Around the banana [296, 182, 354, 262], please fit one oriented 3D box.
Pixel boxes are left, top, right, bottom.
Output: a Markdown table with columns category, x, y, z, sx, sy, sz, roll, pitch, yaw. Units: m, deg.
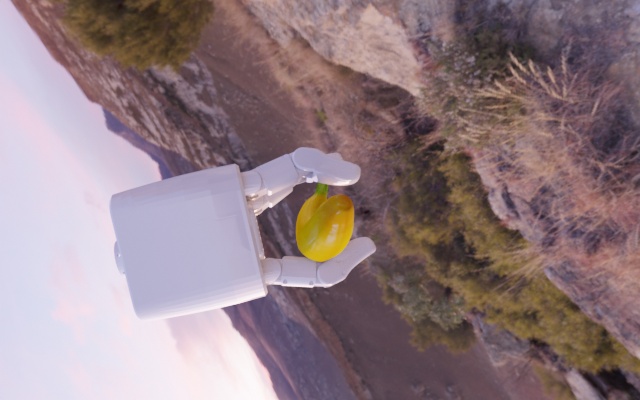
| category | x | y | z | sx | sy | sz | roll | pitch | yaw |
| --- | --- | --- | --- | --- | --- | --- | --- | --- | --- |
| banana | -0.001 | 0.019 | 0.419 | 0.037 | 0.069 | 0.198 | 2 | 7 | -6 |
